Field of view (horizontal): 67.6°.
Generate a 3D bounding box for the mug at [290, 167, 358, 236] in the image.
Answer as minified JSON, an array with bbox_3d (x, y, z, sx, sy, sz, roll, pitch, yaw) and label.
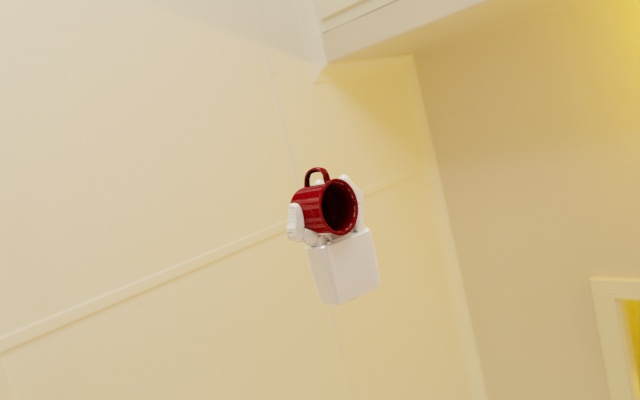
[{"bbox_3d":[0.000,0.001,0.797,0.081,0.117,0.093,-7,9,45],"label":"mug"}]
